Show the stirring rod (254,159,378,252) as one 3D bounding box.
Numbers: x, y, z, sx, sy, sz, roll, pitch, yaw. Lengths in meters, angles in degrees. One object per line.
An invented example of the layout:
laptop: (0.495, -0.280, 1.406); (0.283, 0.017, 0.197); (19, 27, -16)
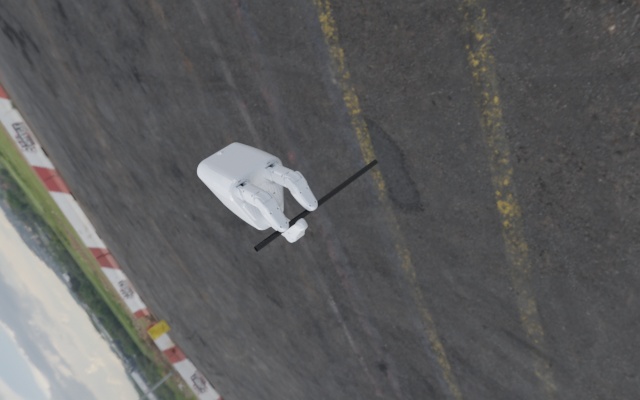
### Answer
stirring rod: (0.000, 0.002, 0.694); (0.239, 0.011, 0.011); (-36, 18, -27)
